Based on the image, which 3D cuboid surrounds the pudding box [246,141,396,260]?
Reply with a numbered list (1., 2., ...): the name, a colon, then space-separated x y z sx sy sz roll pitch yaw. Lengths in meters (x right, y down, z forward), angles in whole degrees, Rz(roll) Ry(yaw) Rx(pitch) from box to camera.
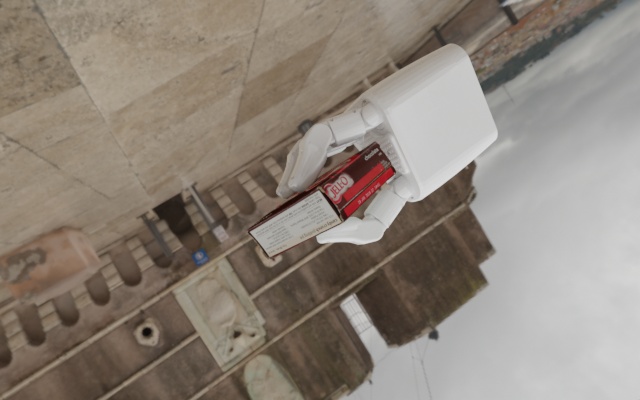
1. pudding box: 0.000 0.001 0.419 0.113 0.039 0.090 -33 4 46
